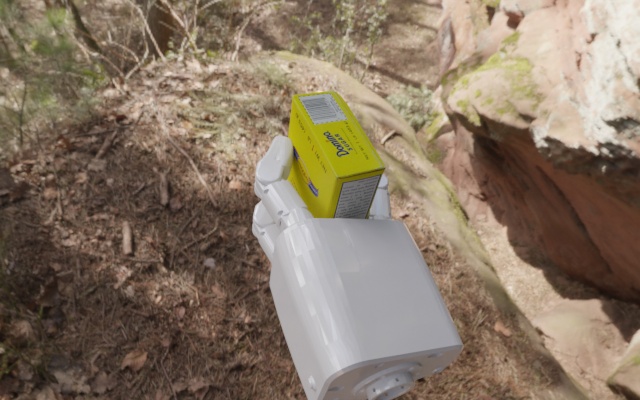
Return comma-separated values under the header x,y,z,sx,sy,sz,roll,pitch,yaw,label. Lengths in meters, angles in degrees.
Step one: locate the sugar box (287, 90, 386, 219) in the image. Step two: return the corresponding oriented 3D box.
x,y,z,sx,sy,sz,roll,pitch,yaw,label
0.000,0.002,0.421,0.048,0.093,0.176,-11,-36,-21,sugar box
